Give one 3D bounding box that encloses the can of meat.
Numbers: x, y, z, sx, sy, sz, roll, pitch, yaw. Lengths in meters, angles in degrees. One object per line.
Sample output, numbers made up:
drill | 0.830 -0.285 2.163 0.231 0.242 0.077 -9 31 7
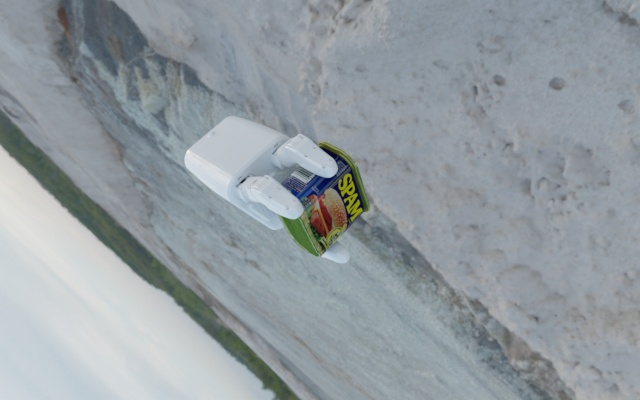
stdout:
can of meat | 0.000 0.002 0.517 0.057 0.084 0.102 31 -23 36
